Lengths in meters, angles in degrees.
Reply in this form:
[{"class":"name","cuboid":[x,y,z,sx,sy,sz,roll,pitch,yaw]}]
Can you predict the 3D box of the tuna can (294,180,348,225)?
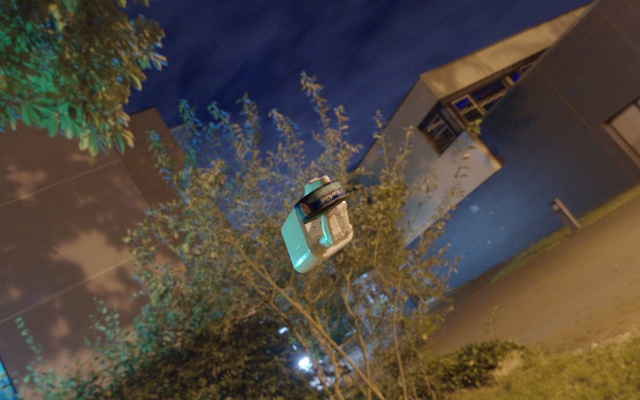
[{"class":"tuna can","cuboid":[0.000,0.002,0.781,0.086,0.033,0.086,-32,-8,-5]}]
